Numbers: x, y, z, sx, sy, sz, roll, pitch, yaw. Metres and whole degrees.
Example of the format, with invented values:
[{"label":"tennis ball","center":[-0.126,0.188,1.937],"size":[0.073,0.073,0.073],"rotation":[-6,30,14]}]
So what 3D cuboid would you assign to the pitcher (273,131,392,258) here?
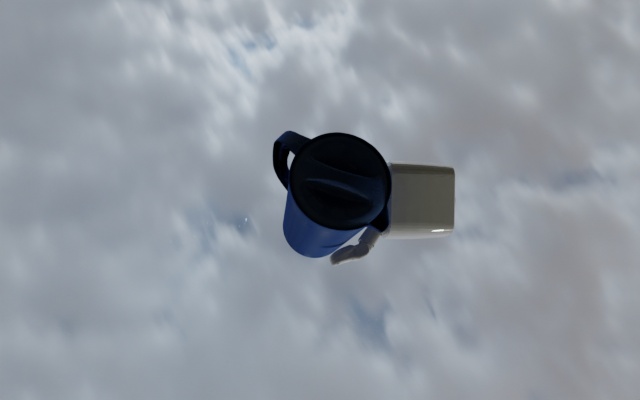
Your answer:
[{"label":"pitcher","center":[0.000,0.002,0.708],"size":[0.145,0.149,0.243],"rotation":[-1,-18,-11]}]
